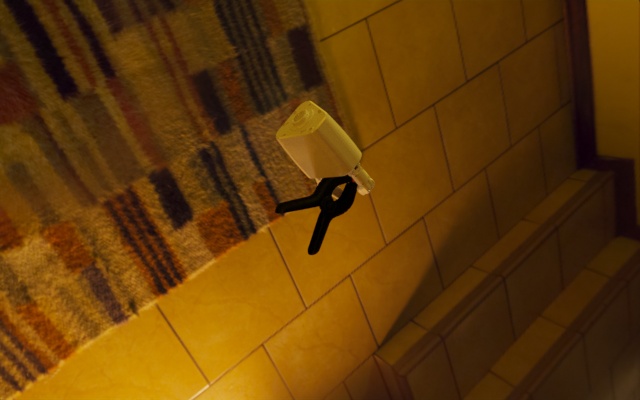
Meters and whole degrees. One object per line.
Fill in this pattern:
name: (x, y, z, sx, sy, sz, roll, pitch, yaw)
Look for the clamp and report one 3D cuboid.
clamp: (0.001, 0.003, 0.869, 0.120, 0.171, 0.039, 46, -14, -33)
